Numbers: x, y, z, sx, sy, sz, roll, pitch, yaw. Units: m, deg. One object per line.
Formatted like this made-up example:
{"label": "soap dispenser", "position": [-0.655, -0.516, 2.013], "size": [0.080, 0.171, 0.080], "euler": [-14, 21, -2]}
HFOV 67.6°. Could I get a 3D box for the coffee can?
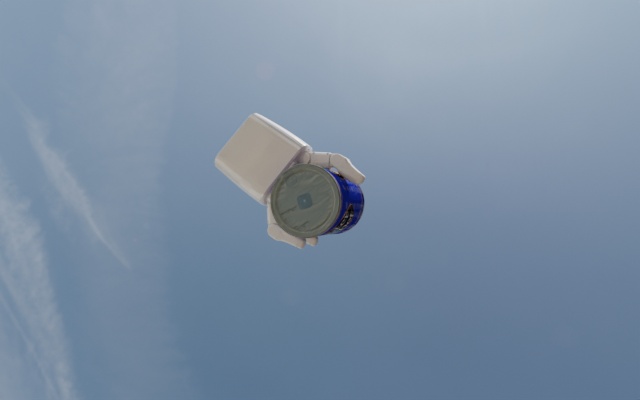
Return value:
{"label": "coffee can", "position": [0.000, 0.002, 0.716], "size": [0.103, 0.103, 0.140], "euler": [0, -2, 19]}
